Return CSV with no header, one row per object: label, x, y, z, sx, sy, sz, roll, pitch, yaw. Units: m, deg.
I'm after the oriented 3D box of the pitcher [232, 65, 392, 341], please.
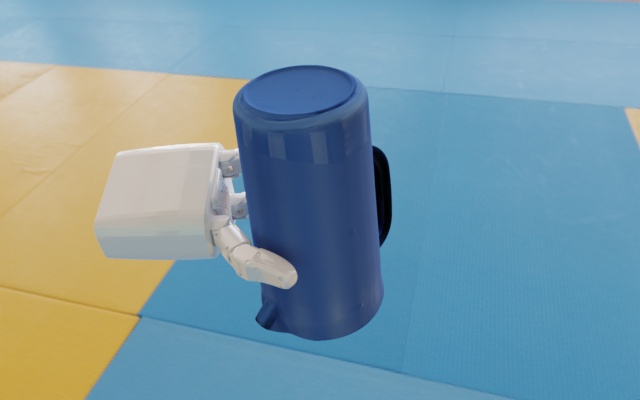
pitcher,0.000,0.002,0.452,0.145,0.243,0.149,-2,39,5
